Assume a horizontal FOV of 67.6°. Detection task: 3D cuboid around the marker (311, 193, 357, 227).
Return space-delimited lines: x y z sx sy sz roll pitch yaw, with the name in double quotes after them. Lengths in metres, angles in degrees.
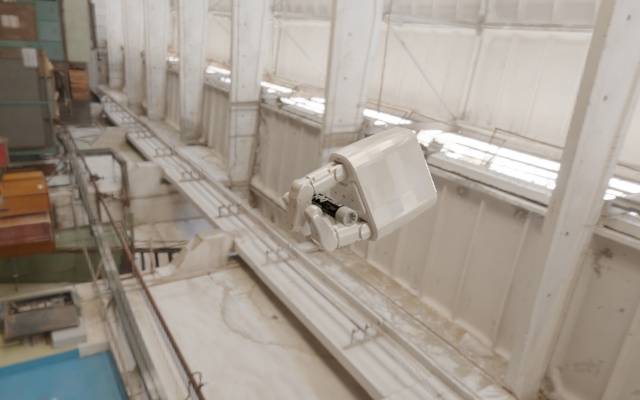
0.000 0.002 0.549 0.020 0.020 0.121 0 17 -33 "marker"
